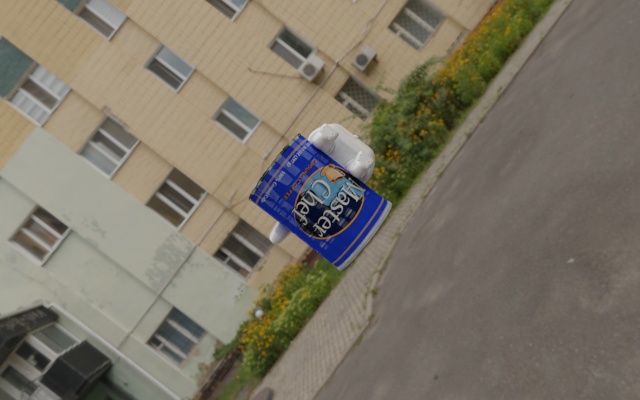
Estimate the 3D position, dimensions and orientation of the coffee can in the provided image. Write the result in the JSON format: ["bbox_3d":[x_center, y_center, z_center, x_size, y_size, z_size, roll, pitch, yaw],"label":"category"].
[{"bbox_3d":[0.000,0.002,0.577,0.140,0.103,0.103,38,0,0],"label":"coffee can"}]
